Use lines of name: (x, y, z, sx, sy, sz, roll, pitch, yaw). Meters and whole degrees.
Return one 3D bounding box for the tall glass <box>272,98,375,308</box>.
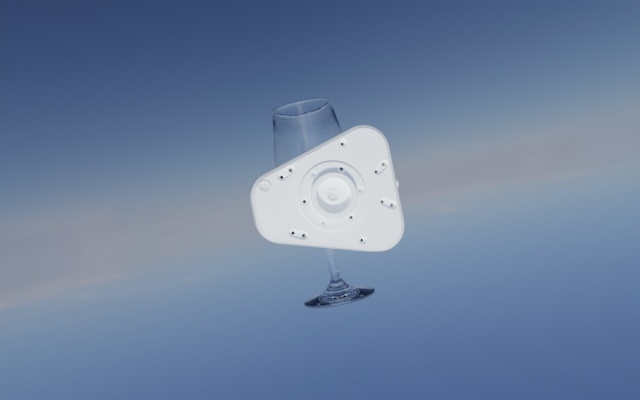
tall glass: (0.000, 0.002, 0.488, 0.079, 0.201, 0.079, -11, 0, 0)
